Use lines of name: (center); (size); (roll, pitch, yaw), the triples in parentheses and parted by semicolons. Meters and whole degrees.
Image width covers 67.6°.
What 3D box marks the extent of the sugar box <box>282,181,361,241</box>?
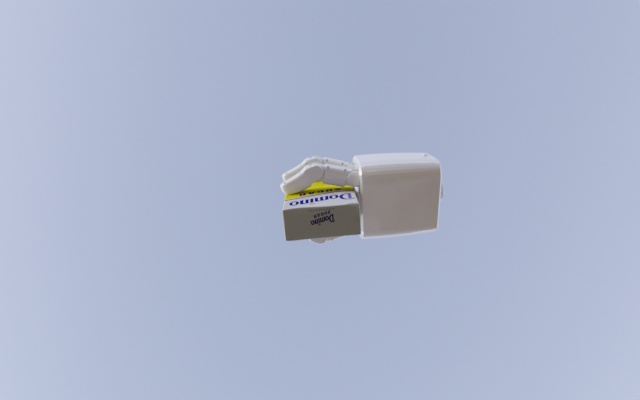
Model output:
sugar box: (0.000, 0.002, 0.640); (0.093, 0.048, 0.176); (-5, 13, 0)
